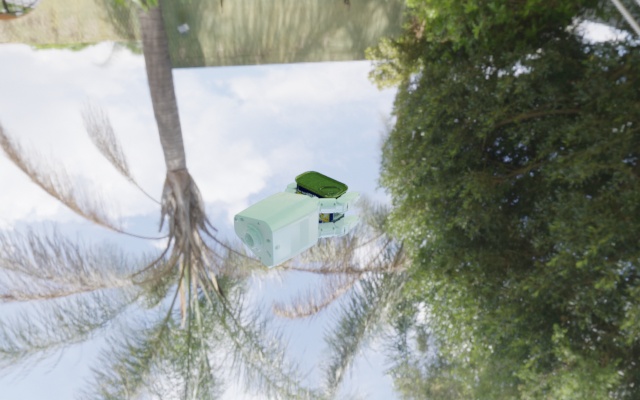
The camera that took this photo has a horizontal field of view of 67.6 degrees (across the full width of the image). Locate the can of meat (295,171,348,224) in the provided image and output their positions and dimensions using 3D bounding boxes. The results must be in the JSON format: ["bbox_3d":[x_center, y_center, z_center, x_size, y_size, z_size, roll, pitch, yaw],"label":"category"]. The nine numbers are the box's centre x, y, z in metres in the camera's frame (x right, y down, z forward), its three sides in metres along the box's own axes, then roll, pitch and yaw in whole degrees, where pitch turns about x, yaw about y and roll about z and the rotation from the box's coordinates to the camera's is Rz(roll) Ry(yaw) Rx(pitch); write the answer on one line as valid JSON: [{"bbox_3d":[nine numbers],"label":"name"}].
[{"bbox_3d":[0.000,0.003,0.897,0.102,0.084,0.057,25,38,33],"label":"can of meat"}]
